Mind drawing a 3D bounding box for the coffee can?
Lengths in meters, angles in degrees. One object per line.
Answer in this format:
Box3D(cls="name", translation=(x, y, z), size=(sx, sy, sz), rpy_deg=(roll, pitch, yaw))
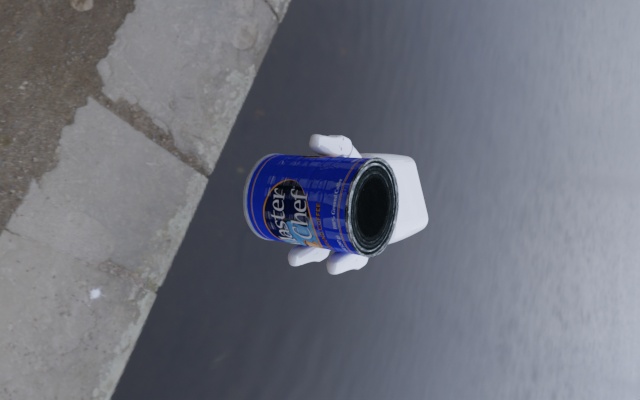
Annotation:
Box3D(cls="coffee can", translation=(0.000, 0.002, 0.524), size=(0.140, 0.103, 0.103), rpy_deg=(6, 4, 36))
